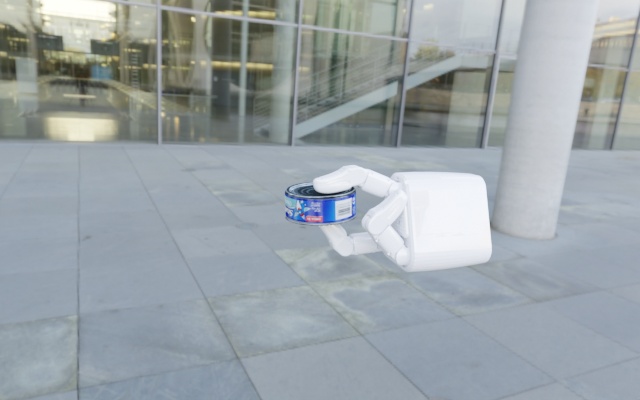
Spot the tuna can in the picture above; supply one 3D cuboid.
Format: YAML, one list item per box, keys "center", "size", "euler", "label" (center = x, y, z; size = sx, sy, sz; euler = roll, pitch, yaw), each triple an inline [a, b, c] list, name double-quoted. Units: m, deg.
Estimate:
- center: [0.000, 0.001, 0.566]
  size: [0.086, 0.034, 0.086]
  euler: [-1, 15, 0]
  label: "tuna can"
